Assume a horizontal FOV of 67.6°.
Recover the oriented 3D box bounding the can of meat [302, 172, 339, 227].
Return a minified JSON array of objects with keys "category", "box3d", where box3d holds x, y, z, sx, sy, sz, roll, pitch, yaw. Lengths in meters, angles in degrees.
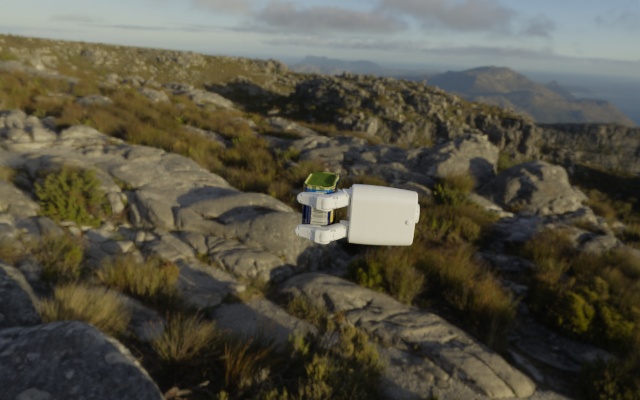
[{"category":"can of meat","box3d":[0.000,0.002,0.815,0.057,0.084,0.102,6,18,6]}]
